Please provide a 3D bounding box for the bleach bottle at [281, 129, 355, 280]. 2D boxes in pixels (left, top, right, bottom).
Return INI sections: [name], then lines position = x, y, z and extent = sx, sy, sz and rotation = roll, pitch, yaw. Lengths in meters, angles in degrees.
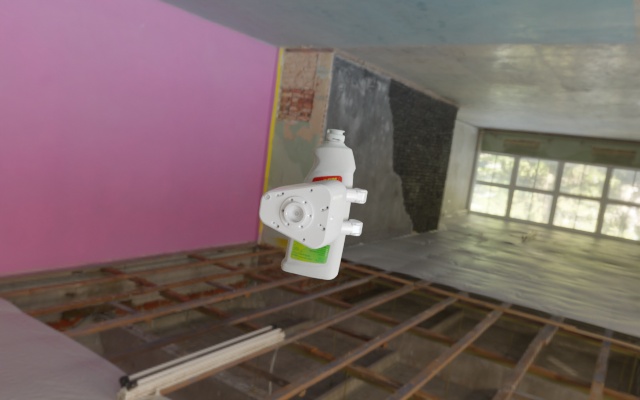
[bleach bottle]
position = 0.000, 0.003, 0.824
extent = 0.102, 0.251, 0.068
rotation = 10, 6, 13
